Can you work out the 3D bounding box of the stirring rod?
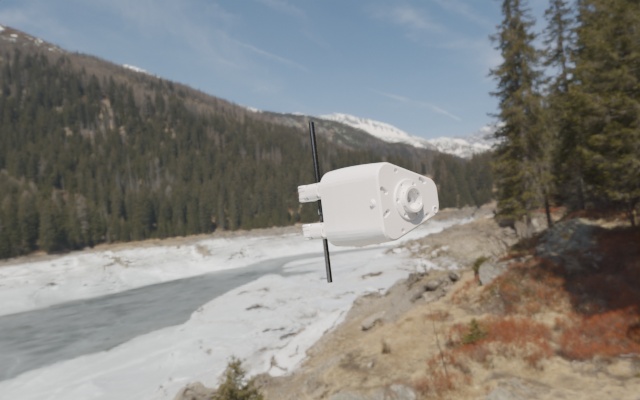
[{"bbox_3d":[0.000,0.002,0.713,0.011,0.239,0.011,-7,-2,0],"label":"stirring rod"}]
